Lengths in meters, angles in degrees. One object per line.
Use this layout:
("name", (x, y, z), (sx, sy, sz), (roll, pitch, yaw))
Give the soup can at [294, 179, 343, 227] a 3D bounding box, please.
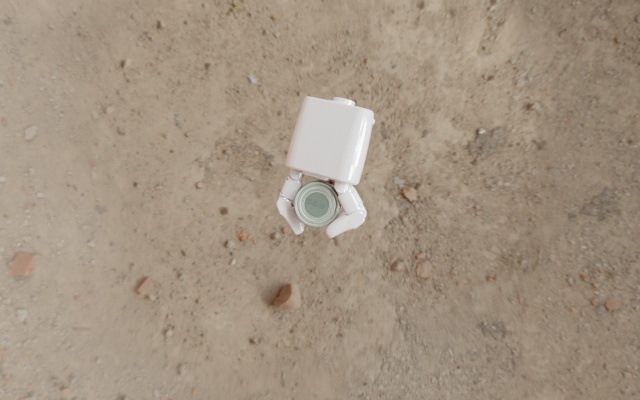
("soup can", (0.000, 0.003, 0.723), (0.068, 0.068, 0.102), (0, 4, 6))
